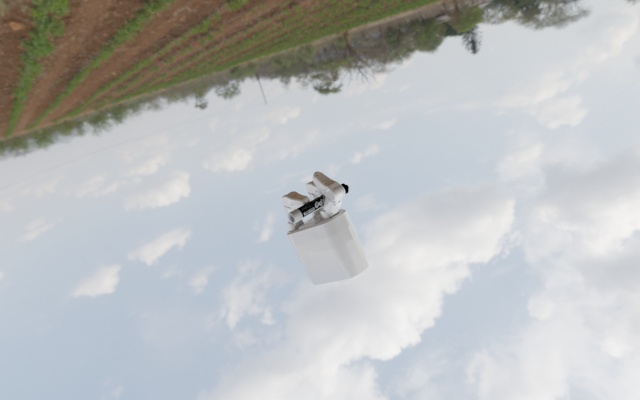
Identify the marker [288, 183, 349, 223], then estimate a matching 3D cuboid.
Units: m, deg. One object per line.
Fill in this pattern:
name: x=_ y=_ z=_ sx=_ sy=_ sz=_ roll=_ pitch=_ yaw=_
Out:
marker: x=0.000 y=0.002 z=0.767 sx=0.121 sy=0.020 sz=0.020 roll=-29 pitch=16 yaw=-32
